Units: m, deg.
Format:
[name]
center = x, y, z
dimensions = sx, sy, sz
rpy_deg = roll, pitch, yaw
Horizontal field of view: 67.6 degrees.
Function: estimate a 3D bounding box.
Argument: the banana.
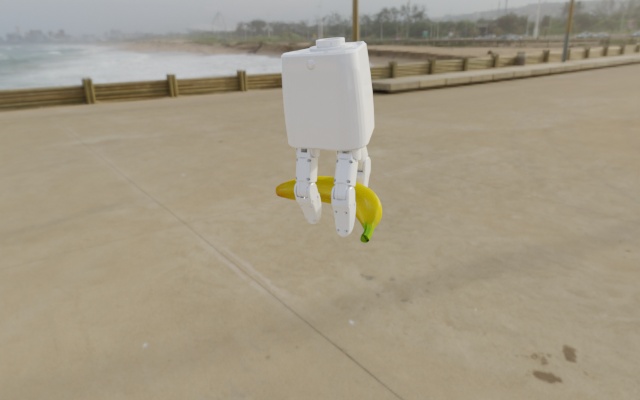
[banana]
center = 0.017, -0.004, 0.626
dimensions = 0.069, 0.037, 0.197
rpy_deg = -26, 30, -29
